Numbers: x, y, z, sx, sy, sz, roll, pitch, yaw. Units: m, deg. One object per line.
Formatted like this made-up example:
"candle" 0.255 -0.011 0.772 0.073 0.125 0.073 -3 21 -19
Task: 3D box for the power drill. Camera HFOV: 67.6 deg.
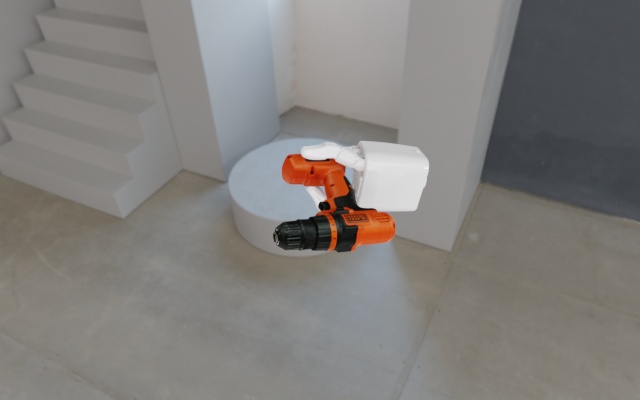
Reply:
"power drill" 0.000 0.002 0.729 0.184 0.057 0.187 -2 42 -23
